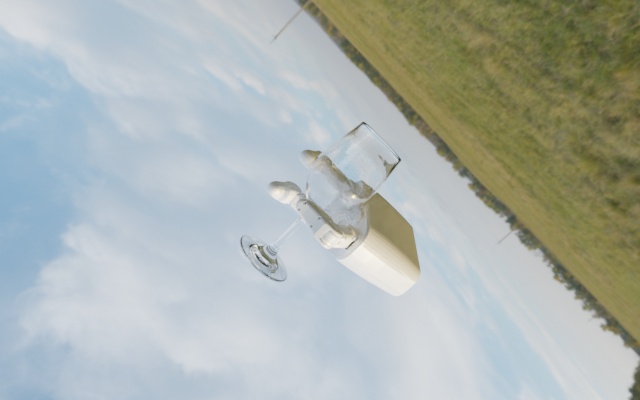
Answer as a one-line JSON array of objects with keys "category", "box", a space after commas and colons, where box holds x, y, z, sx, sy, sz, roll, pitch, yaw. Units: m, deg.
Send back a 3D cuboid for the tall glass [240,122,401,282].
[{"category": "tall glass", "box": [0.000, 0.002, 0.553, 0.201, 0.079, 0.079, -45, -13, 14]}]
